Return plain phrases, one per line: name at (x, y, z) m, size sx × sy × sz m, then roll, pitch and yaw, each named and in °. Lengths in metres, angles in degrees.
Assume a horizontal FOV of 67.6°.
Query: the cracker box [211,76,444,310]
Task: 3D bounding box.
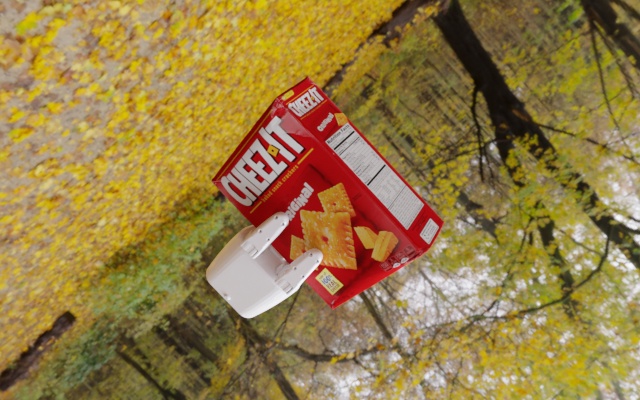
cracker box at (0.000, 0.002, 0.531) m, size 0.164 × 0.214 × 0.072 m, roll -41°, pitch 4°, yaw 43°
